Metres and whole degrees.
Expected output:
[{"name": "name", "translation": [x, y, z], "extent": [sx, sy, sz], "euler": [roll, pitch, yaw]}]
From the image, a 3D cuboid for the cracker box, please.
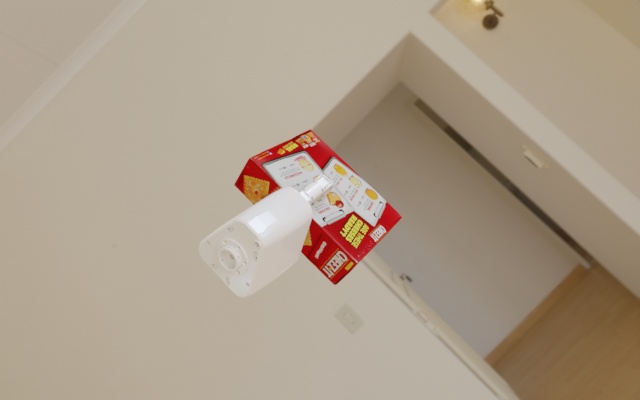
[{"name": "cracker box", "translation": [0.000, 0.002, 0.738], "extent": [0.164, 0.213, 0.072], "euler": [-36, -12, -51]}]
